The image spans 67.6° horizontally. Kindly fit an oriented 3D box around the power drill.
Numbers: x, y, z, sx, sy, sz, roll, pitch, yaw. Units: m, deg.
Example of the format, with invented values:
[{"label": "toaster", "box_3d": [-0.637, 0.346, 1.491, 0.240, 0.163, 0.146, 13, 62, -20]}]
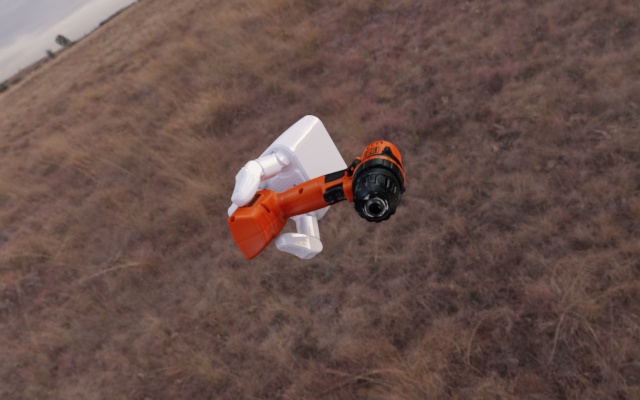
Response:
[{"label": "power drill", "box_3d": [0.000, 0.002, 0.508, 0.187, 0.057, 0.184, -20, 13, 15]}]
